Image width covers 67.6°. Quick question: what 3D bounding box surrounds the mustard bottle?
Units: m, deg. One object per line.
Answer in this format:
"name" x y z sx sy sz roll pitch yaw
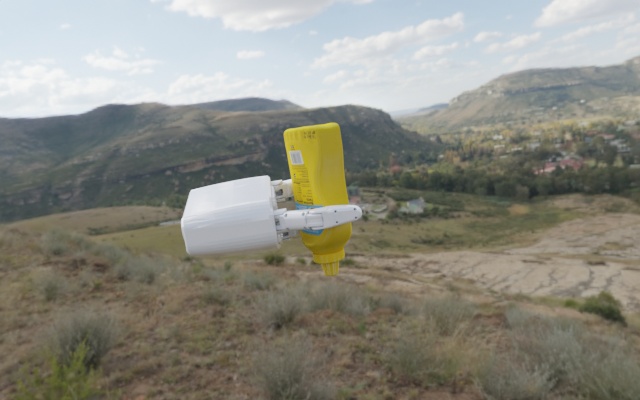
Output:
"mustard bottle" 0.000 0.002 0.602 0.058 0.191 0.096 -13 10 -28
